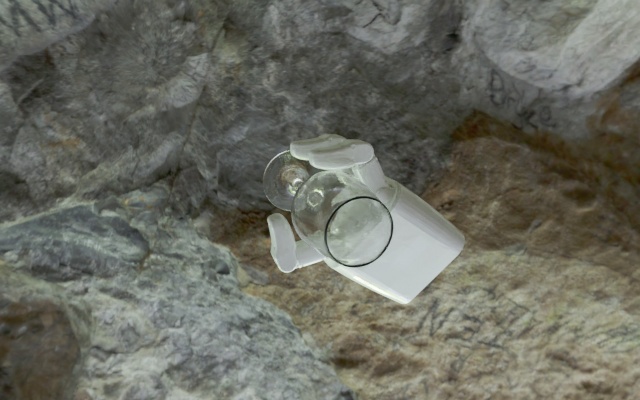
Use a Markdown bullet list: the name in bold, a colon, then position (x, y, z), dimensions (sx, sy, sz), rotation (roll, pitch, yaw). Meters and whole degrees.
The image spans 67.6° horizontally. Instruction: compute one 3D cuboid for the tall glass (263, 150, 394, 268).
- **tall glass**: position (0.000, 0.001, 0.480), dimensions (0.079, 0.079, 0.201), rotation (0, 15, -19)
